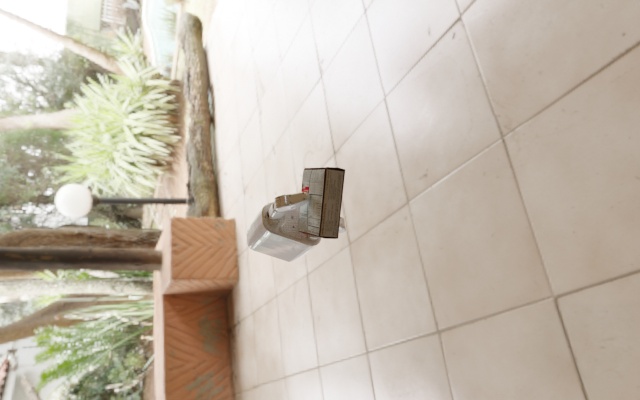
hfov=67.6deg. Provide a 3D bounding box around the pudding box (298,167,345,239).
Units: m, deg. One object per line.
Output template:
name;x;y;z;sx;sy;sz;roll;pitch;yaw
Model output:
pudding box;0.000;0.003;0.779;0.039;0.113;0.090;4;1;-26
